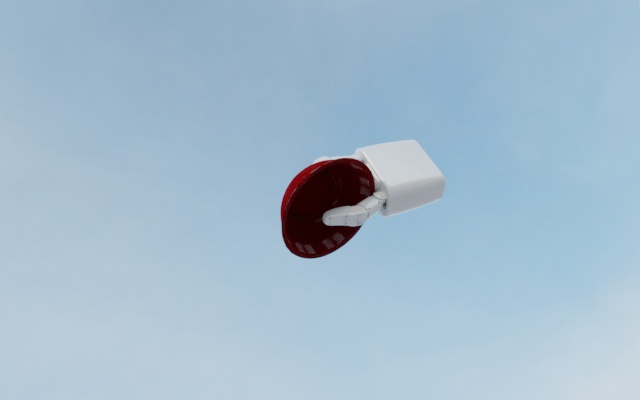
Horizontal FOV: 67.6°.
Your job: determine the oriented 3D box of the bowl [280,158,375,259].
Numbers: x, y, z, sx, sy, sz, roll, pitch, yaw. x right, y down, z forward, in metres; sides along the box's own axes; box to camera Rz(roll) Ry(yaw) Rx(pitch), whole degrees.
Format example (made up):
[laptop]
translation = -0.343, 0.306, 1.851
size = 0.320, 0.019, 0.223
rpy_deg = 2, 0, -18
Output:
[bowl]
translation = -0.001, 0.002, 0.685
size = 0.162, 0.162, 0.055
rpy_deg = 0, 28, -41
